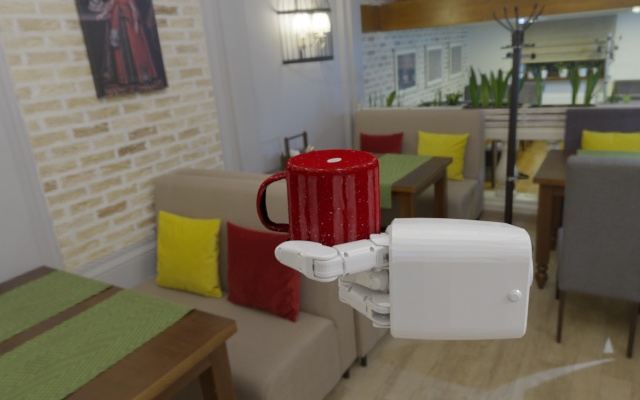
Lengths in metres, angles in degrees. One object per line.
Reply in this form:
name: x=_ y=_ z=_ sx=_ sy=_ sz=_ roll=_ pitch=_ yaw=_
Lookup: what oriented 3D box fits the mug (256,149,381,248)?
mug: x=-0.001 y=0.001 z=0.427 sx=0.117 sy=0.081 sz=0.093 roll=0 pitch=18 yaw=10
